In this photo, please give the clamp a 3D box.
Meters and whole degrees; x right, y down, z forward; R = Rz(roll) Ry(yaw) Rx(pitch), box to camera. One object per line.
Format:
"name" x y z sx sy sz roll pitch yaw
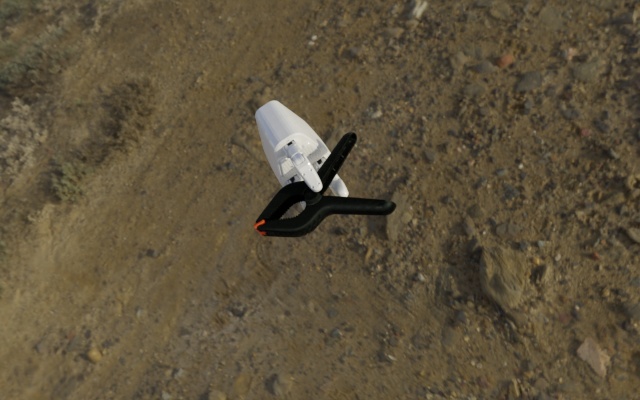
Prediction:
"clamp" -0.001 0.002 0.712 0.210 0.164 0.036 -34 -39 1
